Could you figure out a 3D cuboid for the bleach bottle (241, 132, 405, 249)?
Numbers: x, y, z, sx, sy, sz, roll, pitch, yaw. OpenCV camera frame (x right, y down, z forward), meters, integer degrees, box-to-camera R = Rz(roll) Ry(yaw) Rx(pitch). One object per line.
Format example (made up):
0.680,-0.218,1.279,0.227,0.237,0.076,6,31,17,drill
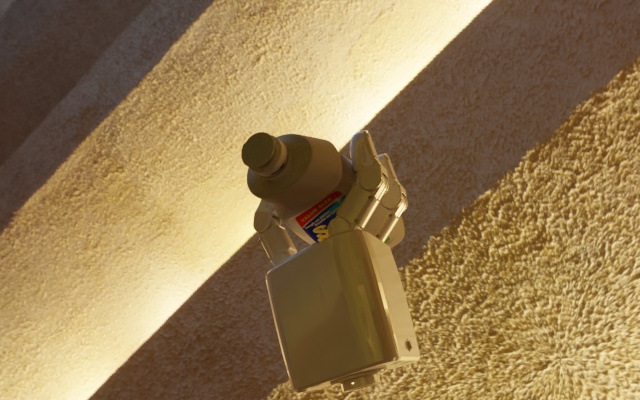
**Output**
0.000,0.001,0.460,0.102,0.068,0.251,-24,-26,18,bleach bottle
